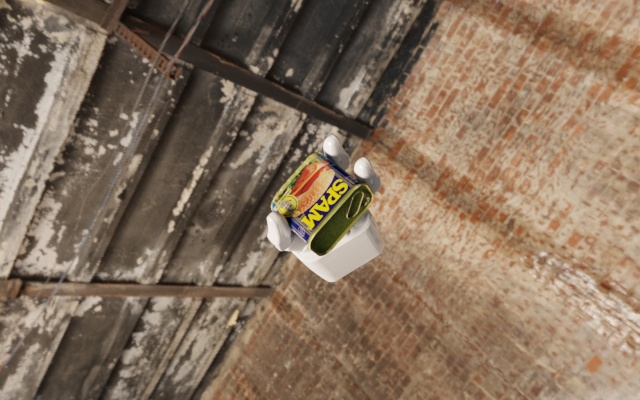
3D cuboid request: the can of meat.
[{"bbox_3d":[0.000,0.002,0.587,0.084,0.102,0.057,40,-3,32],"label":"can of meat"}]
